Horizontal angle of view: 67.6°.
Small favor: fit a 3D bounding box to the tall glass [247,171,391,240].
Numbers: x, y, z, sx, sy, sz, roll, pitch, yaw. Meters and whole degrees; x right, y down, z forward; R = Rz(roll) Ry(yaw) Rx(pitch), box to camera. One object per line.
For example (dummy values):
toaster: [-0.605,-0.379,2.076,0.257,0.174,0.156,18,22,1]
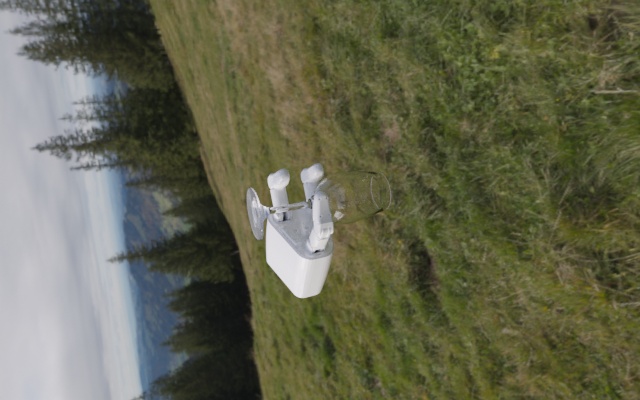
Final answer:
tall glass: [0.000,0.002,0.692,0.201,0.079,0.079,-10,4,-21]
